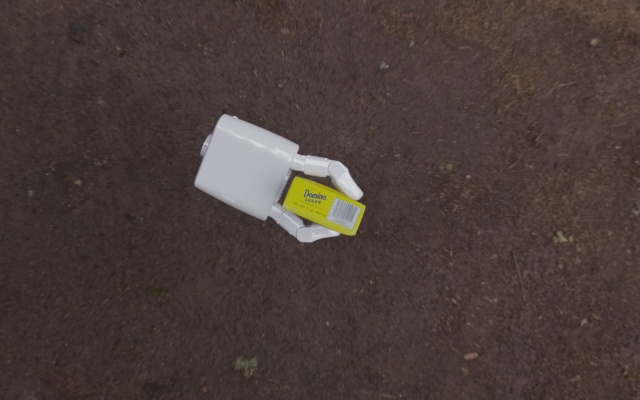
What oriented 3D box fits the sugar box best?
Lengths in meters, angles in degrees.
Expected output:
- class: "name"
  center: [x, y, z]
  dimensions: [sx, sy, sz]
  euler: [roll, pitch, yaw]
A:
- class: "sugar box"
  center: [0.000, 0.002, 0.638]
  dimensions: [0.093, 0.048, 0.176]
  euler: [23, 4, -5]
